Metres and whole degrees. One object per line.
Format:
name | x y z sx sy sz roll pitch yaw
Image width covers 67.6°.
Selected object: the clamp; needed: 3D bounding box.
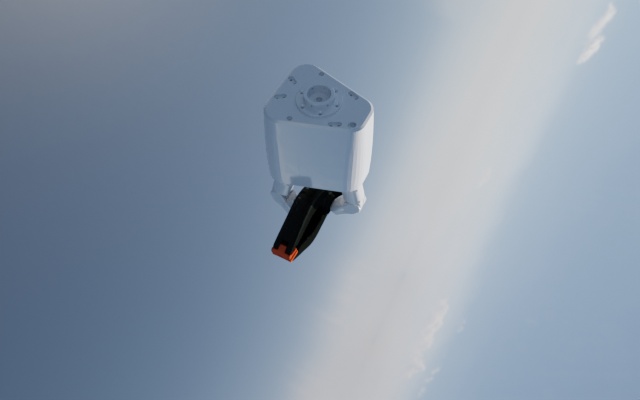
clamp | 0.001 0.003 0.650 0.036 0.210 0.165 22 -30 16
